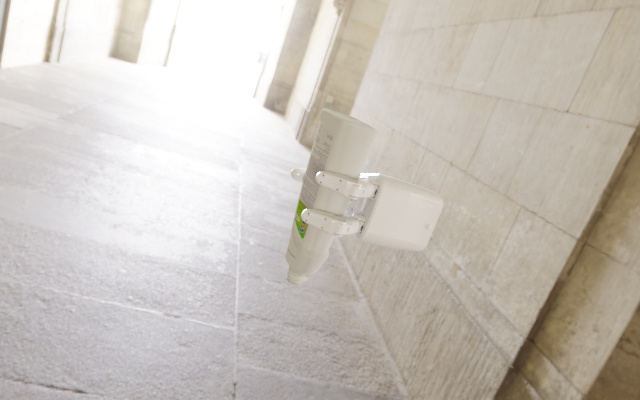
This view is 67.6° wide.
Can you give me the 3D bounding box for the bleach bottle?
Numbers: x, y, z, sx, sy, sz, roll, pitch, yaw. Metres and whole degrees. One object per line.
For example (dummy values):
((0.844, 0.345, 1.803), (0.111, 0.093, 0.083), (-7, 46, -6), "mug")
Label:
((0.000, 0.002, 0.684), (0.068, 0.251, 0.102), (14, 16, -22), "bleach bottle")
